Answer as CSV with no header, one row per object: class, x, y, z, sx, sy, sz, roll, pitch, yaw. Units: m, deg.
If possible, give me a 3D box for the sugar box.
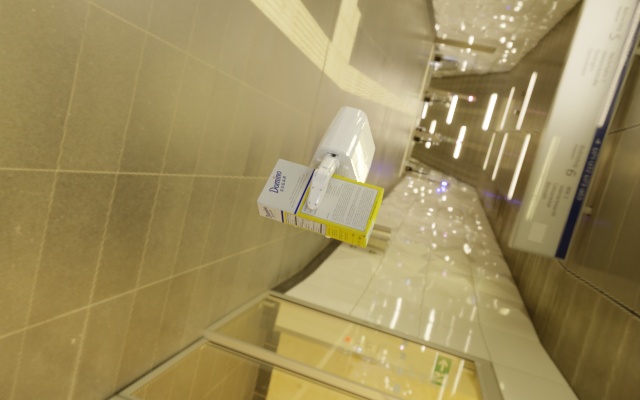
sugar box,0.000,0.003,0.742,0.176,0.093,0.048,16,-32,13
